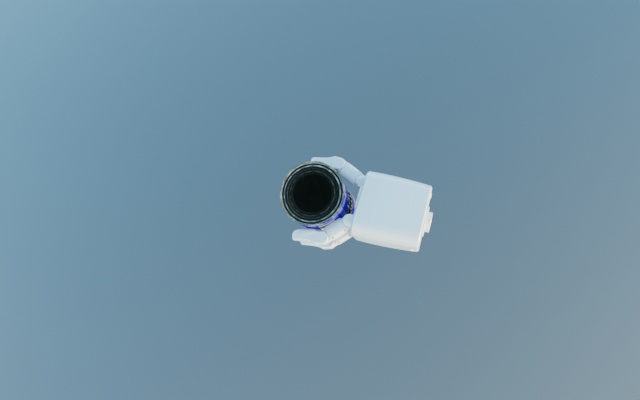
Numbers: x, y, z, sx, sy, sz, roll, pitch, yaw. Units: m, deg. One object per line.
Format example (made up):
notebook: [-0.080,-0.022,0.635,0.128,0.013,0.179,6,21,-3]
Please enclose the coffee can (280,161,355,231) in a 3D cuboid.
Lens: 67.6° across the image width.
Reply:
coffee can: [0.000,0.003,0.801,0.103,0.102,0.140,0,-12,12]
